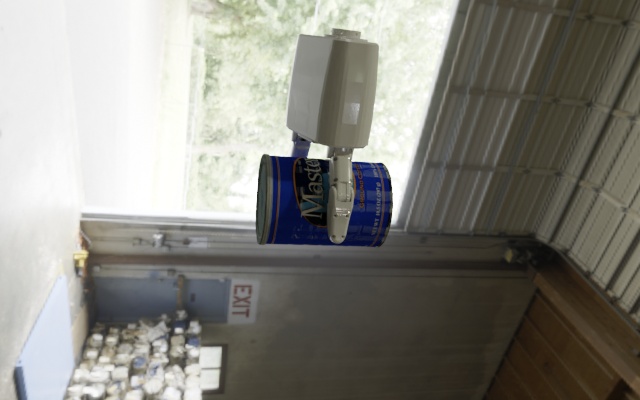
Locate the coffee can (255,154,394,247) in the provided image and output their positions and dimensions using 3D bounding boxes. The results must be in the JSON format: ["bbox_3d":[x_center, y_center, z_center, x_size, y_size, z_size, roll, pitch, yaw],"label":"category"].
[{"bbox_3d":[0.000,0.002,0.553,0.140,0.103,0.103,3,-1,-13],"label":"coffee can"}]
